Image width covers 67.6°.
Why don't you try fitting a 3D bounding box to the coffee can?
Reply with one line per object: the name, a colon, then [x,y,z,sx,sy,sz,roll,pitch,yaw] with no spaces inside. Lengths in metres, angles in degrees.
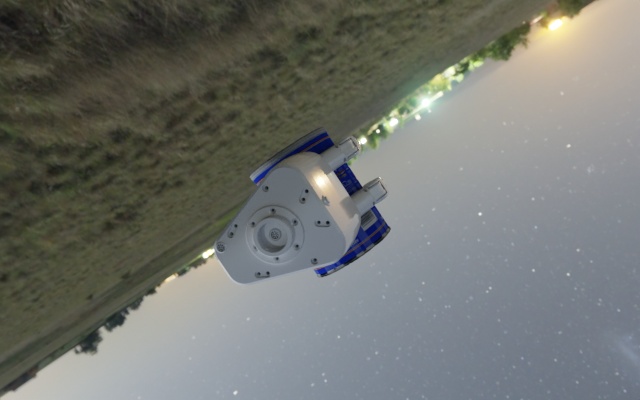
coffee can: [0.000,0.002,0.551,0.103,0.140,0.103,-34,2,2]
